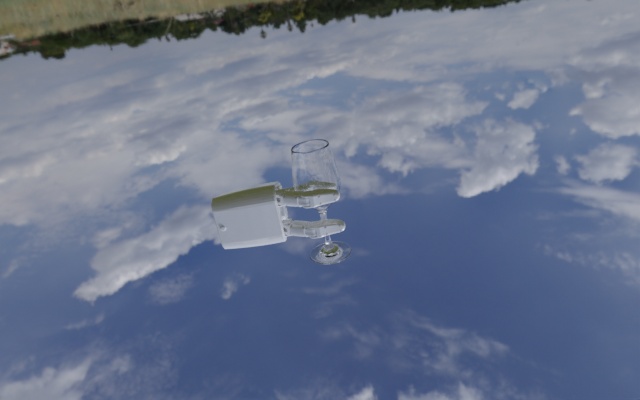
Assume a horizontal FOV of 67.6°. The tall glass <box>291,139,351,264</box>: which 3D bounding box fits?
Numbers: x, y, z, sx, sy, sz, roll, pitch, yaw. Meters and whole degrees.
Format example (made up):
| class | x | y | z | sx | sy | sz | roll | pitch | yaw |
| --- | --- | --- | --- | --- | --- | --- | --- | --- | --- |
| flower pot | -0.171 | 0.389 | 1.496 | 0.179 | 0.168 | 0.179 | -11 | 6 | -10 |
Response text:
| class | x | y | z | sx | sy | sz | roll | pitch | yaw |
| --- | --- | --- | --- | --- | --- | --- | --- | --- | --- |
| tall glass | 0.000 | 0.003 | 0.798 | 0.079 | 0.201 | 0.079 | -9 | 24 | 4 |
